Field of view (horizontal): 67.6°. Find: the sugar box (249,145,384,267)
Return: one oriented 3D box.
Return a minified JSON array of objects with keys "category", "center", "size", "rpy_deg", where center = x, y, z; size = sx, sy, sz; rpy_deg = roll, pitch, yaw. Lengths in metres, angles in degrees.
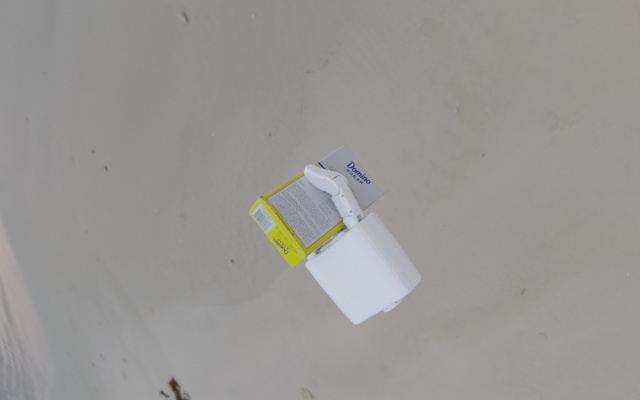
[{"category":"sugar box","center":[0.000,0.003,0.638],"size":[0.176,0.093,0.048],"rpy_deg":[-34,-6,-43]}]
